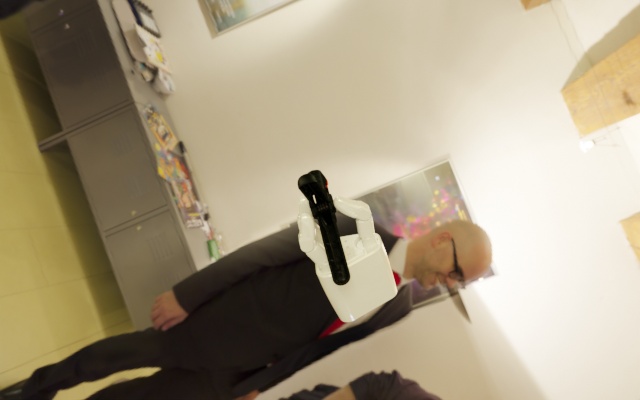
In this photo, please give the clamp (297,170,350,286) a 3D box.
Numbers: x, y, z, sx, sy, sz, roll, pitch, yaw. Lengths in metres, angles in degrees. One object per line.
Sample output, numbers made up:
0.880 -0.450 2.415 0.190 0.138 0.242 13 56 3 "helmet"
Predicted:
0.001 0.002 0.700 0.036 0.165 0.210 -17 28 4 "clamp"
